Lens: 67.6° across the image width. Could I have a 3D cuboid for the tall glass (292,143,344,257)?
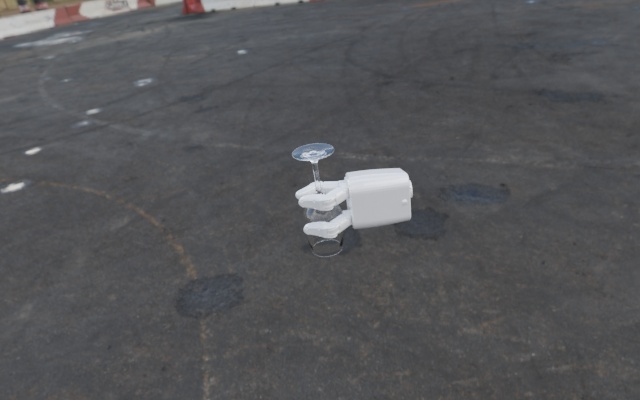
[{"bbox_3d":[0.000,0.002,0.868,0.079,0.201,0.079,-6,27,3],"label":"tall glass"}]
